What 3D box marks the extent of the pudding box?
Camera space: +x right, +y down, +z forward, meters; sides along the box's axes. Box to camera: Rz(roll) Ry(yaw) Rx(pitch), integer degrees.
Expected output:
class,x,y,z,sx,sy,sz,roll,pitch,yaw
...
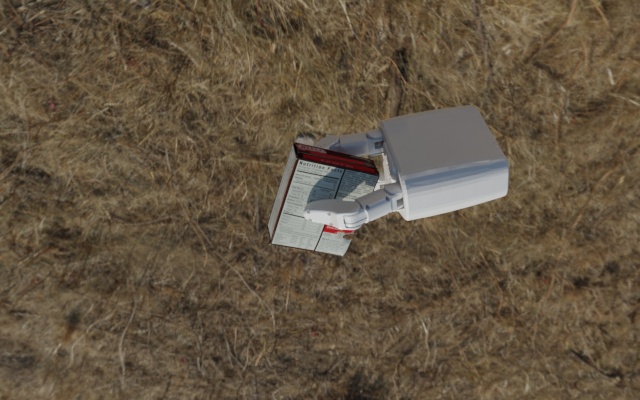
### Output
class,x,y,z,sx,sy,sz,roll,pitch,yaw
pudding box,0.000,0.002,0.505,0.090,0.113,0.039,12,29,-15
